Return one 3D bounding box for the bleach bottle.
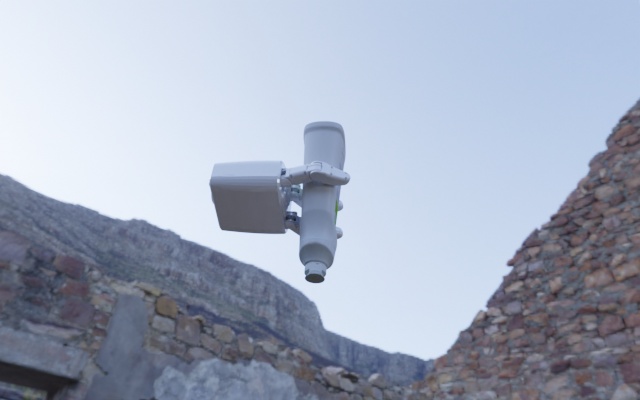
[{"bbox_3d":[0.000,0.002,0.722,0.068,0.250,0.103,-1,-37,7],"label":"bleach bottle"}]
